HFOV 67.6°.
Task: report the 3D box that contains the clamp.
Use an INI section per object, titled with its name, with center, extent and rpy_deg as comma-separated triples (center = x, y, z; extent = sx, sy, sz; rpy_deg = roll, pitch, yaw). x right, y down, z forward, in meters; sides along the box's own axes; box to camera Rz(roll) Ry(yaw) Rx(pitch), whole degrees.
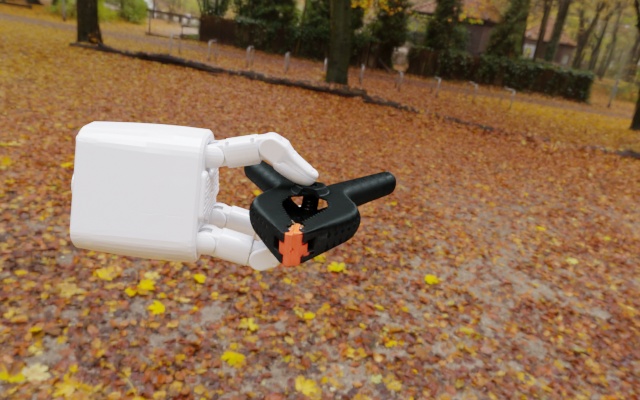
[clamp]
center = 0.000, 0.001, 0.438
extent = 0.164, 0.036, 0.210
rpy_deg = 3, 20, -2
